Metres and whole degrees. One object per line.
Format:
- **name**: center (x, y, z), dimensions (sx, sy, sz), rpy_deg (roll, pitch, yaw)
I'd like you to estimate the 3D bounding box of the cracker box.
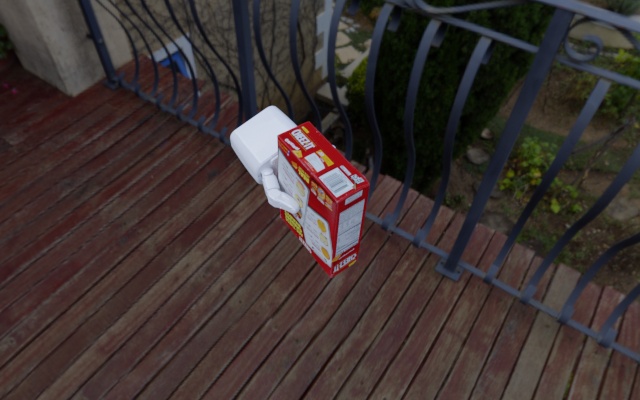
- **cracker box**: center (0.000, 0.003, 0.796), dimensions (0.072, 0.164, 0.214), rpy_deg (-28, -33, -22)
